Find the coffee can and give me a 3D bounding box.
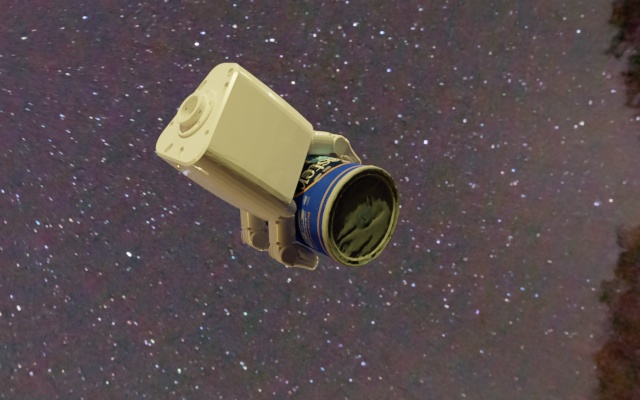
[{"bbox_3d":[0.000,0.002,0.522,0.103,0.103,0.140,0,13,-41],"label":"coffee can"}]
